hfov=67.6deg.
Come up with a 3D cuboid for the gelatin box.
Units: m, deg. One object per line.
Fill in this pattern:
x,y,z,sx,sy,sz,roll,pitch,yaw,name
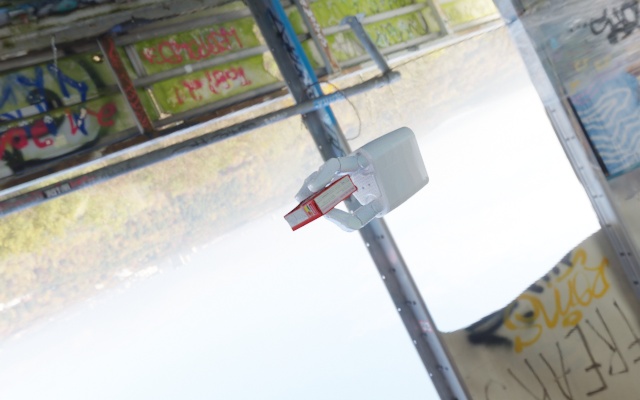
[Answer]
0.000,0.003,0.678,0.073,0.030,0.089,-29,6,47,gelatin box
